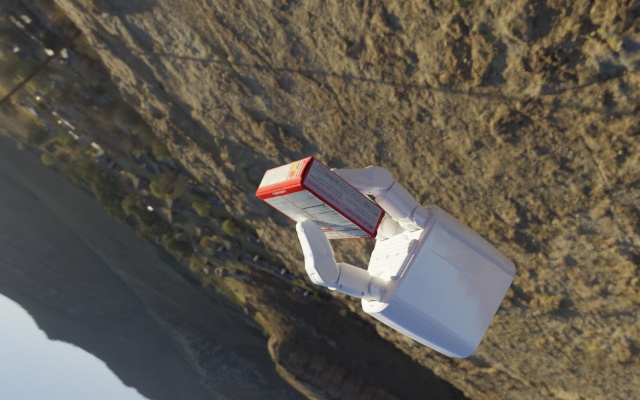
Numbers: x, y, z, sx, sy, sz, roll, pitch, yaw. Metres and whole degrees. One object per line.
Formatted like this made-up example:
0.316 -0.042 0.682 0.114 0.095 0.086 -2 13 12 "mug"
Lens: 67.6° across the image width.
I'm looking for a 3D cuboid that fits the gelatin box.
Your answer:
0.000 0.002 0.415 0.089 0.030 0.073 34 -24 -27 "gelatin box"
